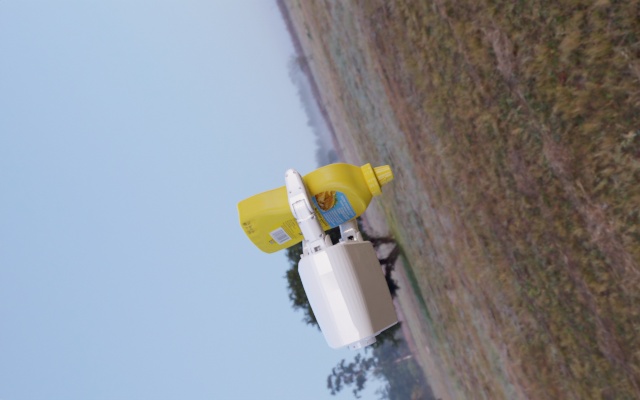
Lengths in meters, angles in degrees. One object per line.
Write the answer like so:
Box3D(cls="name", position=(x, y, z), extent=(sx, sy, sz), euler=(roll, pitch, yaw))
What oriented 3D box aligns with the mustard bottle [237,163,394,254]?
Box3D(cls="mustard bottle", position=(0.000, 0.002, 0.597), extent=(0.191, 0.058, 0.096), euler=(-23, -38, 9))
